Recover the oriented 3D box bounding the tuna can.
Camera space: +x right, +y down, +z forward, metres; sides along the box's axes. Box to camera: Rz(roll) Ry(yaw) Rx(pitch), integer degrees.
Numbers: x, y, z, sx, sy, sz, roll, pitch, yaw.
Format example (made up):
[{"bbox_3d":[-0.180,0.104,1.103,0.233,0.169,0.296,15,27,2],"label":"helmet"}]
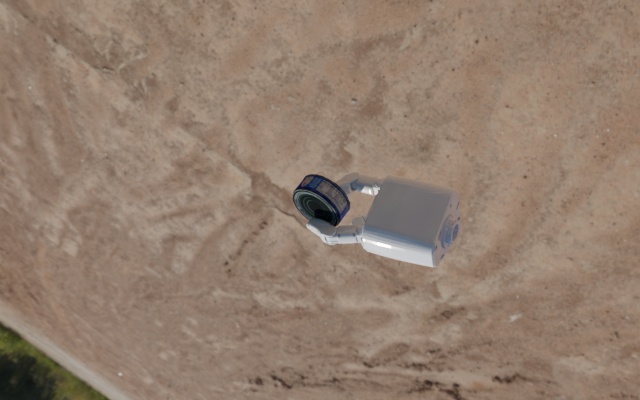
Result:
[{"bbox_3d":[0.000,0.003,0.723,0.086,0.086,0.033,0,44,47],"label":"tuna can"}]
